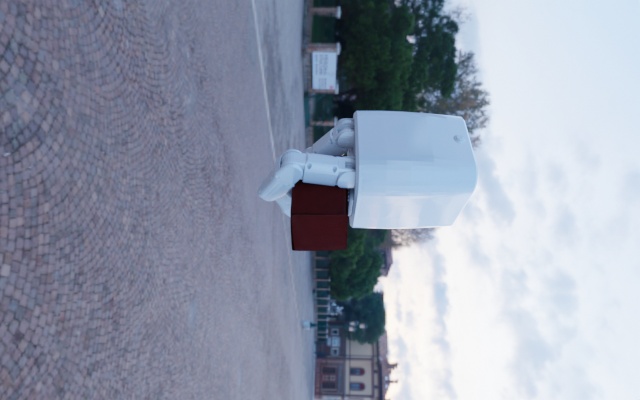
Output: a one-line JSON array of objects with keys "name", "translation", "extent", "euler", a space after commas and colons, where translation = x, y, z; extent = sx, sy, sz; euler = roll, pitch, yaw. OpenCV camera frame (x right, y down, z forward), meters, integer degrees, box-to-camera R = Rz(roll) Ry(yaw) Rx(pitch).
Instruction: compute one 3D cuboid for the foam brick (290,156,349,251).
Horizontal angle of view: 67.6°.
[{"name": "foam brick", "translation": [0.000, 0.002, 0.446], "extent": [0.051, 0.078, 0.053], "euler": [1, -42, 1]}]
